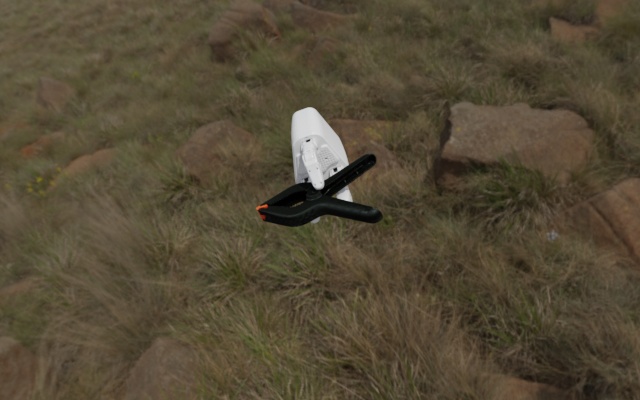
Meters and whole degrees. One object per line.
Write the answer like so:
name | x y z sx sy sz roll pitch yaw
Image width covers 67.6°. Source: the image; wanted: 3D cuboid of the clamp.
clamp | -0.001 0.002 0.755 0.210 0.036 0.164 -18 34 7
